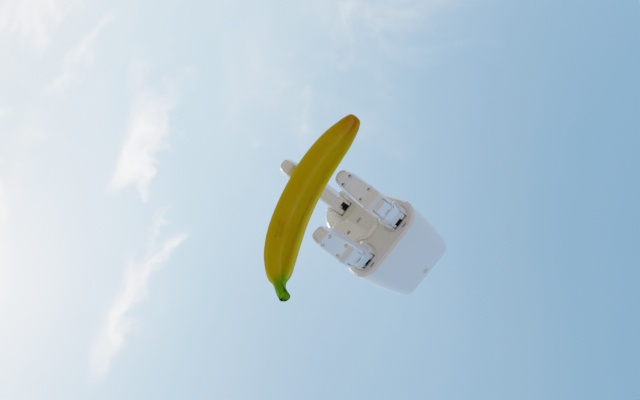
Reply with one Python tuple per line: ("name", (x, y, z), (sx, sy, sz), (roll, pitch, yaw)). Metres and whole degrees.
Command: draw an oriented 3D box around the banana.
("banana", (-0.014, 0.003, 0.482), (0.069, 0.197, 0.037), (6, -20, 45))
